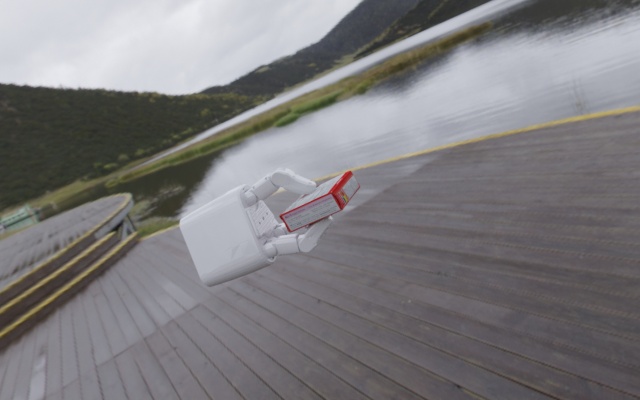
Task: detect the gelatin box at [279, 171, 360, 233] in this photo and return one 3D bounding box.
[{"bbox_3d":[0.000,0.002,0.621,0.089,0.030,0.073,-25,12,31],"label":"gelatin box"}]
